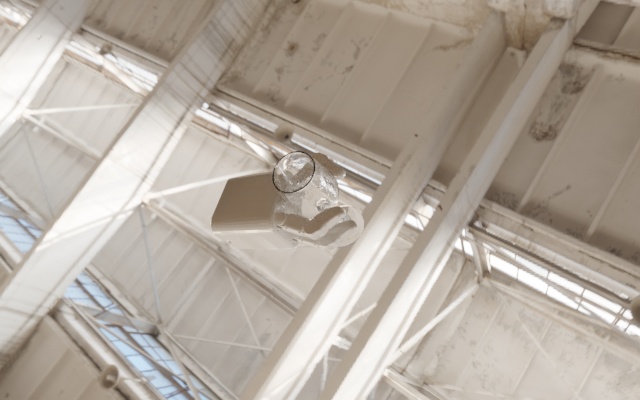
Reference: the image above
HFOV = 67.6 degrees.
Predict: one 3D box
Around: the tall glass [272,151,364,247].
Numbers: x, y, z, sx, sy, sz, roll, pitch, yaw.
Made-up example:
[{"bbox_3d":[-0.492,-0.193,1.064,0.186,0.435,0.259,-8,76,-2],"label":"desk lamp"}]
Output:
[{"bbox_3d":[0.001,0.003,0.704,0.079,0.079,0.201,0,-24,23],"label":"tall glass"}]
